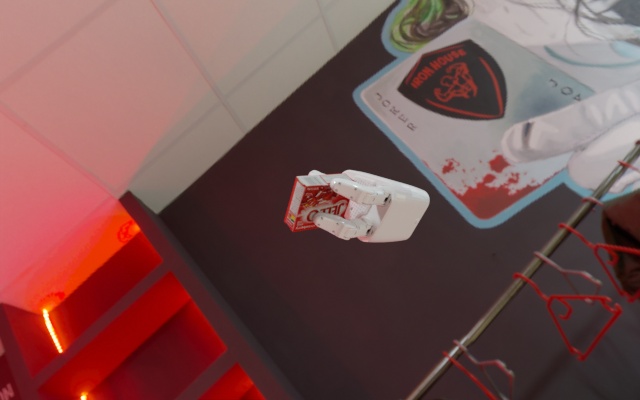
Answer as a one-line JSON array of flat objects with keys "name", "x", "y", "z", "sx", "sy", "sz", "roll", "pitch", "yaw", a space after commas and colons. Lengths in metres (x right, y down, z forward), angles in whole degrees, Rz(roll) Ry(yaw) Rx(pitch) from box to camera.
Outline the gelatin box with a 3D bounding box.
[{"name": "gelatin box", "x": 0.000, "y": 0.002, "z": 0.660, "sx": 0.089, "sy": 0.073, "sz": 0.030, "roll": -6, "pitch": 36, "yaw": -37}]
